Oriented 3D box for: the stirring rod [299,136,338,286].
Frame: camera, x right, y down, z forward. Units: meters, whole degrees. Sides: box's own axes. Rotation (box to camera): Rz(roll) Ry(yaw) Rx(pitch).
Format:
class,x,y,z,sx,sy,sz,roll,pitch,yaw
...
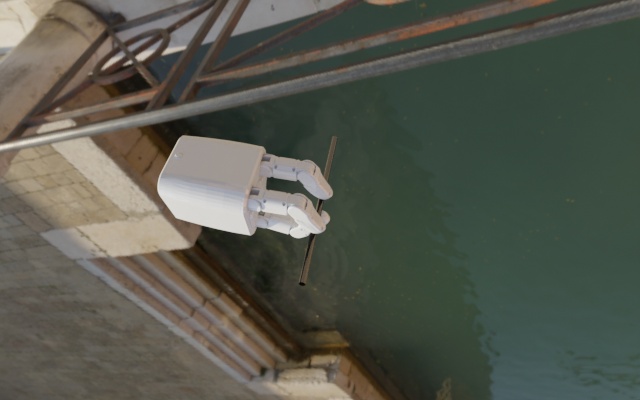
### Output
class,x,y,z,sx,sy,sz,roll,pitch,yaw
stirring rod,0.000,0.002,0.608,0.011,0.239,0.011,8,-39,6
